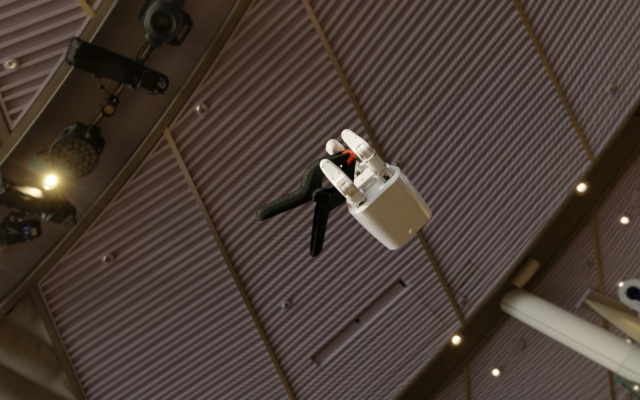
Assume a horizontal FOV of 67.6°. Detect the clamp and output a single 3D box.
[{"bbox_3d":[0.000,0.002,0.719,0.120,0.171,0.039,45,3,-30],"label":"clamp"}]
